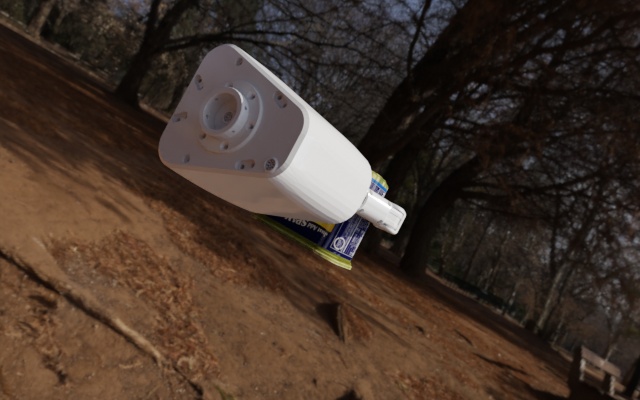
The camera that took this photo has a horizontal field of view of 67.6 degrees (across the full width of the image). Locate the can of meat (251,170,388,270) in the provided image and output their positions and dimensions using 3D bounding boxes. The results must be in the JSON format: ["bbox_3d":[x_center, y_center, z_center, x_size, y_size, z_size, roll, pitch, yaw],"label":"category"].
[{"bbox_3d":[0.000,0.001,0.434,0.102,0.084,0.057,26,-3,33],"label":"can of meat"}]
